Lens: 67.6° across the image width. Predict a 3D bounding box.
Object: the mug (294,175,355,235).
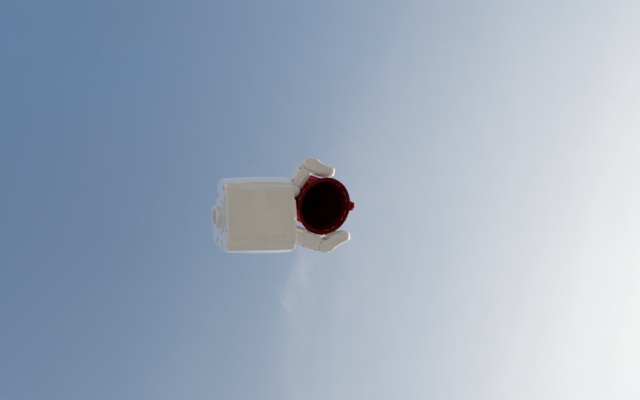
[{"bbox_3d":[0.001,0.003,0.795,0.117,0.093,0.081,1,10,-27],"label":"mug"}]
